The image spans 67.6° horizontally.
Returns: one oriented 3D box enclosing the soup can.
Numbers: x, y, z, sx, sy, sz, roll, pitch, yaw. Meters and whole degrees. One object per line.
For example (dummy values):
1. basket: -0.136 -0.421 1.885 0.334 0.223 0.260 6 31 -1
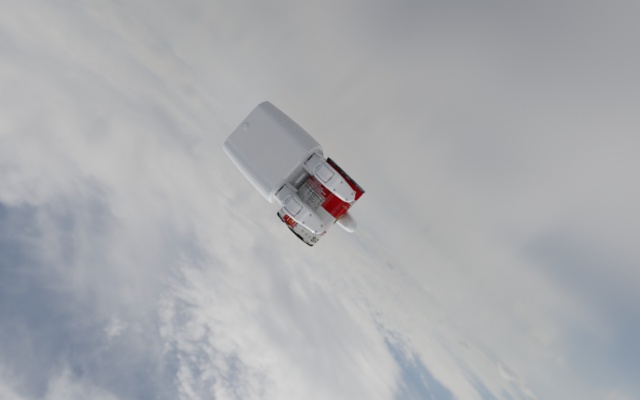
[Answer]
1. soup can: 0.000 0.003 0.630 0.068 0.102 0.068 43 3 -3
